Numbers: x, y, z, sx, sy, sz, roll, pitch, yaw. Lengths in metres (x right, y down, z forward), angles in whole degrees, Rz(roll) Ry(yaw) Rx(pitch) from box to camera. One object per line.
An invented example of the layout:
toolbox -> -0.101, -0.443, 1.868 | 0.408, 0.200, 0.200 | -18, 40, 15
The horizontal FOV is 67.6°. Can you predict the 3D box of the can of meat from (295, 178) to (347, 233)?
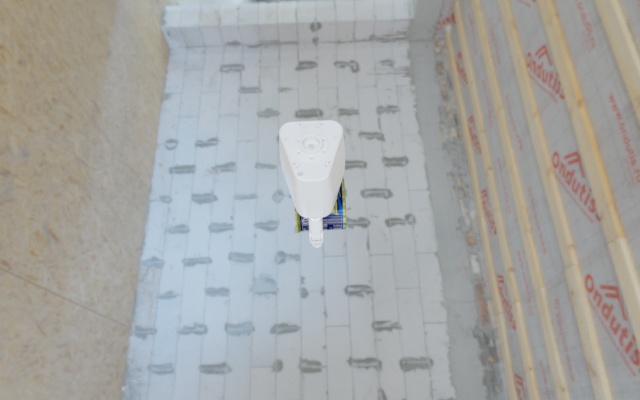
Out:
can of meat -> 0.000, 0.003, 0.809 | 0.084, 0.102, 0.057 | -2, -33, 1
